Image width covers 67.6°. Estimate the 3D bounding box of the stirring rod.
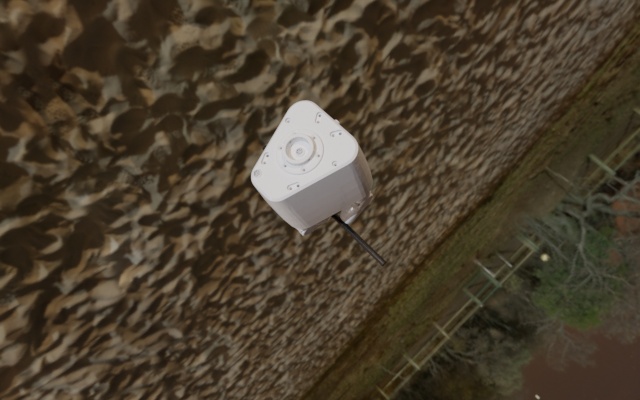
[{"bbox_3d":[0.000,0.002,0.647,0.239,0.011,0.011,44,19,20],"label":"stirring rod"}]
